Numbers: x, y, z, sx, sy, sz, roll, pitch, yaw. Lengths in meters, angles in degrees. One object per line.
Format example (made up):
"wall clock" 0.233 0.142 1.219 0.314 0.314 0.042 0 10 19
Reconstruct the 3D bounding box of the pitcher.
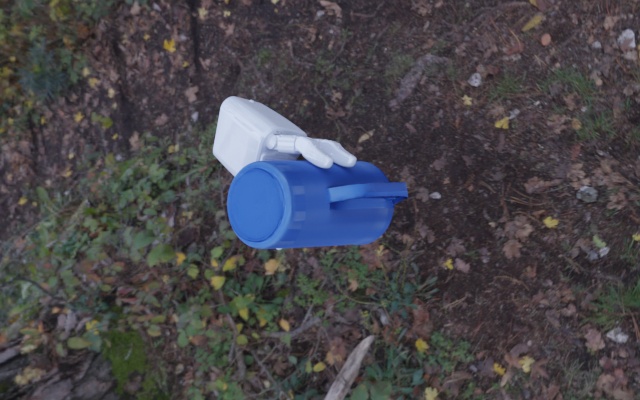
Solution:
"pitcher" 0.000 0.002 0.665 0.145 0.149 0.243 41 23 28
